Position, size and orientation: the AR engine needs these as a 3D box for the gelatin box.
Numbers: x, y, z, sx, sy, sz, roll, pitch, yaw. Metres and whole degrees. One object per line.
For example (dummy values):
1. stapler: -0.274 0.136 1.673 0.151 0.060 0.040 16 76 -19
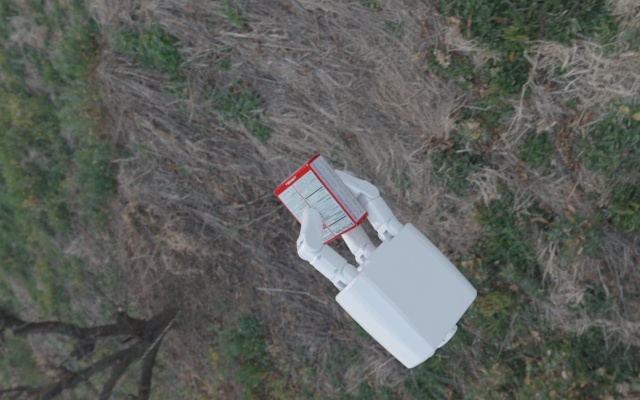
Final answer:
1. gelatin box: 0.000 0.002 0.540 0.073 0.089 0.030 -35 7 47
